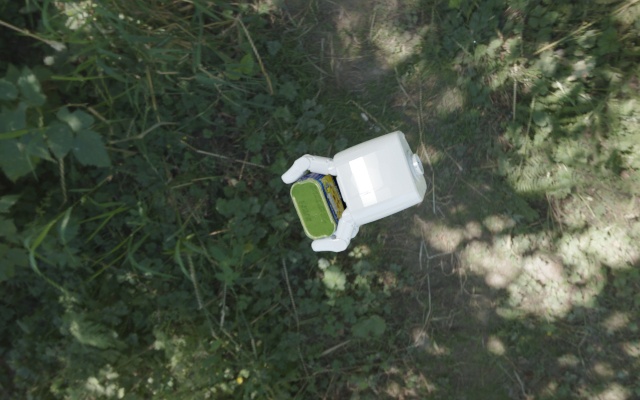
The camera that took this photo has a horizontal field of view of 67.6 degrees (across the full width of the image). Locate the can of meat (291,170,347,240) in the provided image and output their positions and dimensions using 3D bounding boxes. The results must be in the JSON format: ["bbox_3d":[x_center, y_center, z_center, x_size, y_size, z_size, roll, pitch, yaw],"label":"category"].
[{"bbox_3d":[0.000,0.003,0.761,0.057,0.102,0.084,-17,12,22],"label":"can of meat"}]
